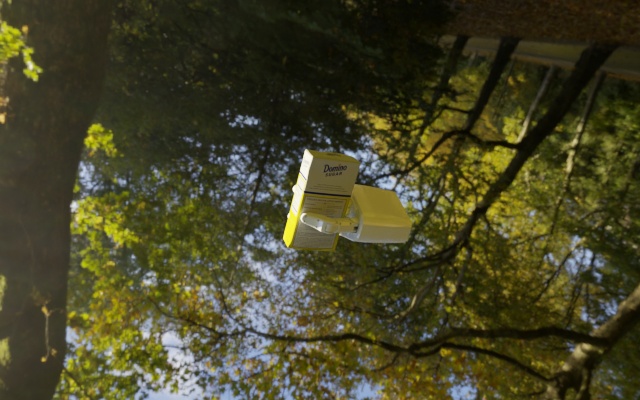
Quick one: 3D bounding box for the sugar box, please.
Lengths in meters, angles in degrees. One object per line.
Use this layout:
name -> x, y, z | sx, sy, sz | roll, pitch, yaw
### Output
sugar box -> 0.000, 0.003, 0.837 | 0.093, 0.176, 0.048 | 6, 22, -25
